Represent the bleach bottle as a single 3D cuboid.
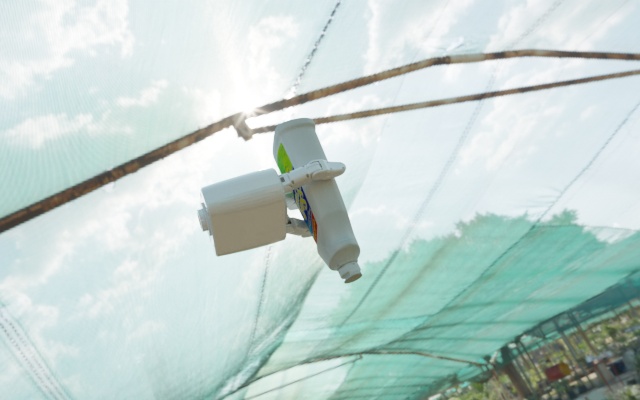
[{"bbox_3d":[0.000,0.002,0.711,0.068,0.250,0.103,-15,-28,-19],"label":"bleach bottle"}]
